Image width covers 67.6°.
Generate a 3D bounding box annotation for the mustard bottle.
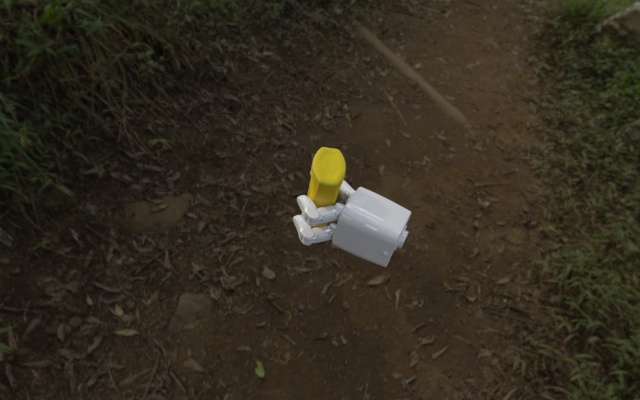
[{"bbox_3d":[0.000,0.003,0.871,0.058,0.096,0.192,7,-44,-6],"label":"mustard bottle"}]
